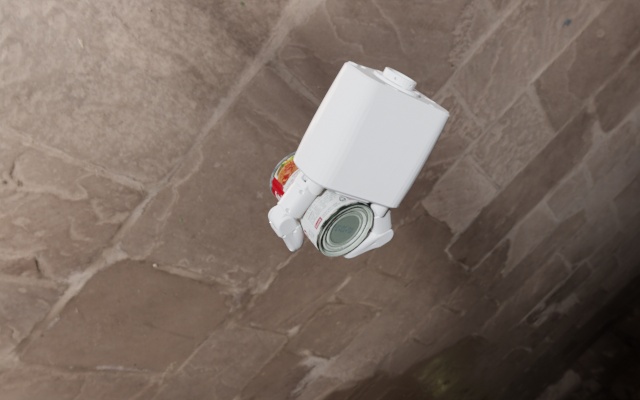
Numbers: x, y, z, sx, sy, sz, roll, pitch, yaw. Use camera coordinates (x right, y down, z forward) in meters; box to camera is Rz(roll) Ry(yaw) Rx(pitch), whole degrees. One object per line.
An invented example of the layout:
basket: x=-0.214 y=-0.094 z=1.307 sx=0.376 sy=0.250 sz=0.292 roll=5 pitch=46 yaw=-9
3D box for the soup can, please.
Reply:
soup can: x=0.000 y=0.002 z=0.501 sx=0.068 sy=0.068 sz=0.102 roll=0 pitch=35 yaw=-39
